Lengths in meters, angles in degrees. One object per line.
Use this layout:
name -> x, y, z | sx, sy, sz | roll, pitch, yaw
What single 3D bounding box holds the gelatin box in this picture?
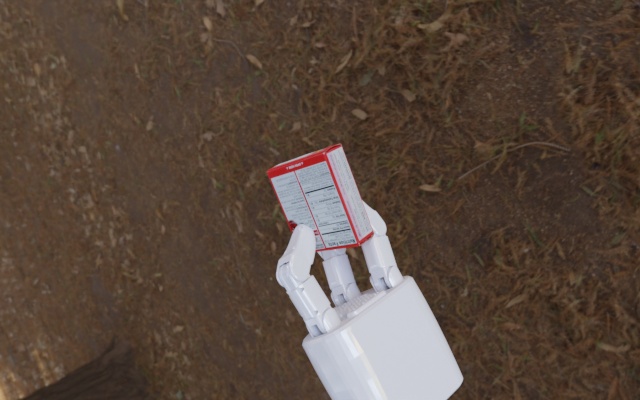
gelatin box -> 0.000, 0.001, 0.433 | 0.073, 0.089, 0.030 | -14, 12, 41
